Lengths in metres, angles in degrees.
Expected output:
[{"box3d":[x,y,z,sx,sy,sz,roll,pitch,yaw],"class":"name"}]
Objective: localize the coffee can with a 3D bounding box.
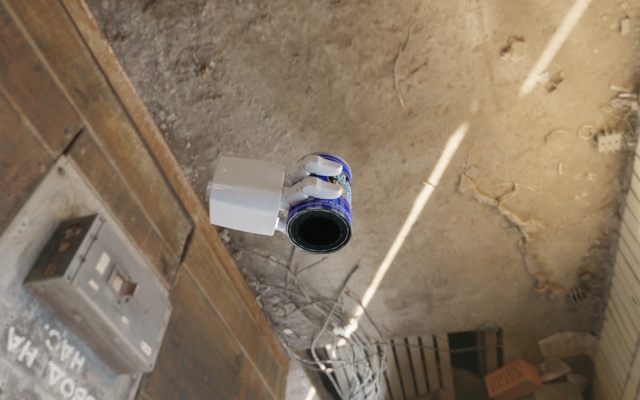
[{"box3d":[0.000,0.003,0.780,0.103,0.103,0.140,0,42,3],"class":"coffee can"}]
